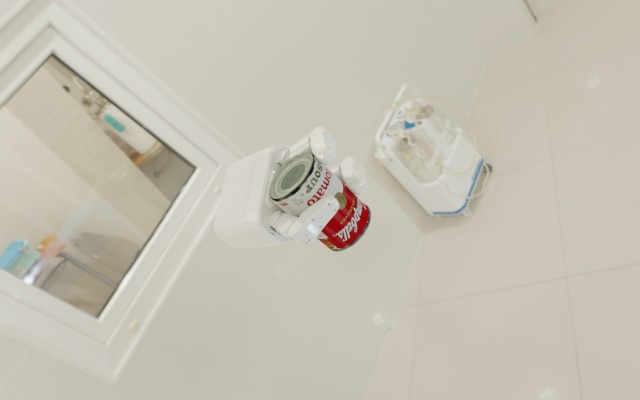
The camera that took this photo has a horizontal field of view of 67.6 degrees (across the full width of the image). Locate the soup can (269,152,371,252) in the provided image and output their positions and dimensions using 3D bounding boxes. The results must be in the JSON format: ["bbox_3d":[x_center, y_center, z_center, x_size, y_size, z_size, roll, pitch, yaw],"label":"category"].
[{"bbox_3d":[0.000,0.002,0.537,0.102,0.068,0.068,42,-24,-29],"label":"soup can"}]
